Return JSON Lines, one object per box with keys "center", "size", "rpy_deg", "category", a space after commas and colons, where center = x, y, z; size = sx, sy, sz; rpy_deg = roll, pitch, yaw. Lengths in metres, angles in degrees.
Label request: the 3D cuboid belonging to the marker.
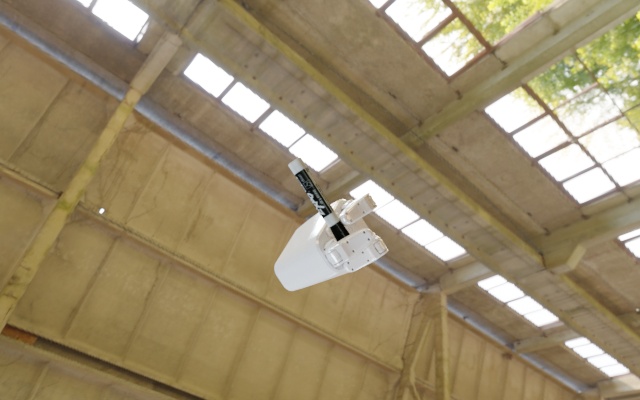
{"center": [0.000, 0.002, 0.590], "size": [0.020, 0.121, 0.020], "rpy_deg": [-33, 0, 0], "category": "marker"}
